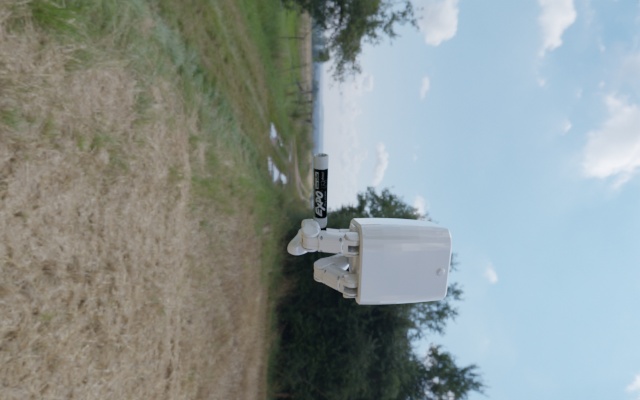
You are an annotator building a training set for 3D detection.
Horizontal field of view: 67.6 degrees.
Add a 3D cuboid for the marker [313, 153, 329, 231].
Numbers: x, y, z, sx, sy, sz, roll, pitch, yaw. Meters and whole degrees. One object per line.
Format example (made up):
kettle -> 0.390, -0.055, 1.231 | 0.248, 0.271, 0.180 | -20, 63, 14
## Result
marker -> 0.000, 0.002, 0.589 | 0.020, 0.121, 0.020 | 1, 22, 0
